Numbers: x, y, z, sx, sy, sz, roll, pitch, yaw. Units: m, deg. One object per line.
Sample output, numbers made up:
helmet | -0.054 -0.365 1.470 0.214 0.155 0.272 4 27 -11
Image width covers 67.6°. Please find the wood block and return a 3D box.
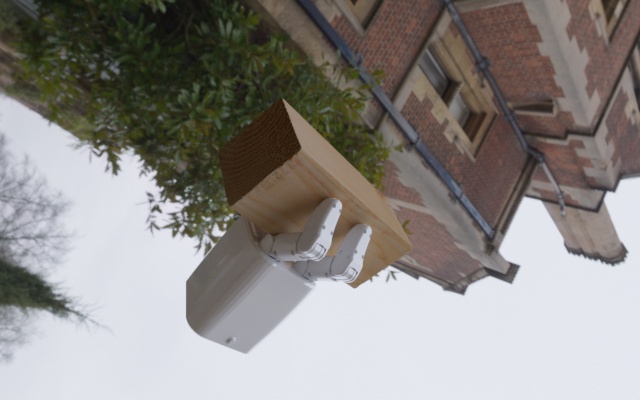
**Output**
wood block | 0.000 0.002 0.512 0.090 0.090 0.206 -38 -47 14
